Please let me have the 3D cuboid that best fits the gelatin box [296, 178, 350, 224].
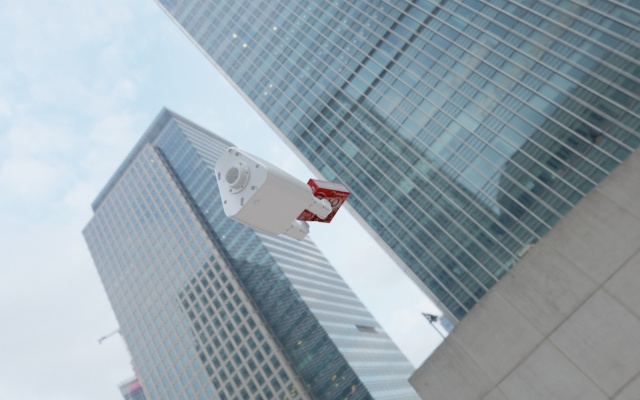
[{"bbox_3d":[0.000,0.003,0.842,0.089,0.073,0.030,8,32,-48],"label":"gelatin box"}]
